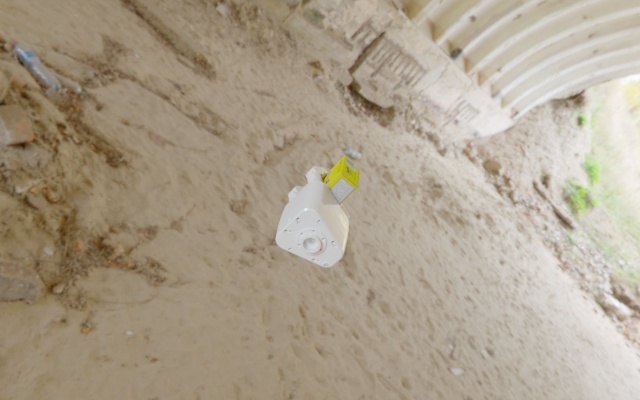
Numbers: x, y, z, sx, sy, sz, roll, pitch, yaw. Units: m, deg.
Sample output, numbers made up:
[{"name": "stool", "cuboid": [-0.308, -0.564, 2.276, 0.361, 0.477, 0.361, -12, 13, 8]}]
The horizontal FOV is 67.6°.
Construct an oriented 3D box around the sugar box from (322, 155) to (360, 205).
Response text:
[{"name": "sugar box", "cuboid": [0.000, 0.003, 0.894, 0.048, 0.176, 0.093, 41, 23, -12]}]
